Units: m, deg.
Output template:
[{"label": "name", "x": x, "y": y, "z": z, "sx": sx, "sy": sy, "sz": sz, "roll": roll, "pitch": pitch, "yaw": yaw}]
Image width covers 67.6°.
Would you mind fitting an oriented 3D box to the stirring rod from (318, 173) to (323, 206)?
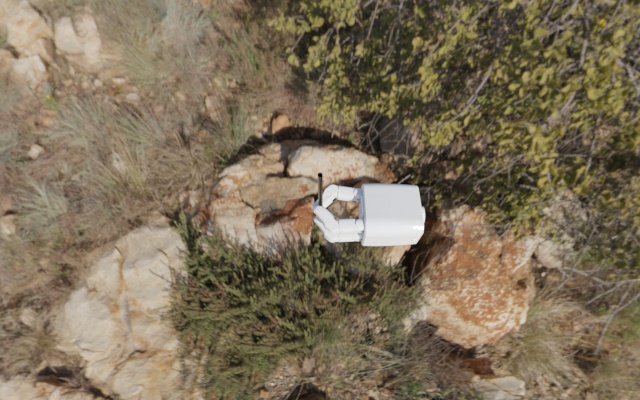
[{"label": "stirring rod", "x": 0.000, "y": 0.003, "z": 0.854, "sx": 0.011, "sy": 0.011, "sz": 0.240, "roll": 0, "pitch": -21, "yaw": 0}]
